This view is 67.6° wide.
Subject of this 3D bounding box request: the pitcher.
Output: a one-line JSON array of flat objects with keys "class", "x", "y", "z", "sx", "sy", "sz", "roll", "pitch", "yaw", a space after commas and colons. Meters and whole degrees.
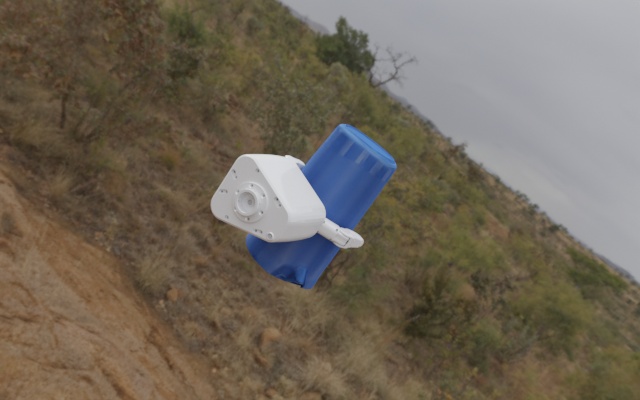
[{"class": "pitcher", "x": 0.000, "y": 0.002, "z": 0.742, "sx": 0.149, "sy": 0.243, "sz": 0.145, "roll": 42, "pitch": 16, "yaw": 15}]
